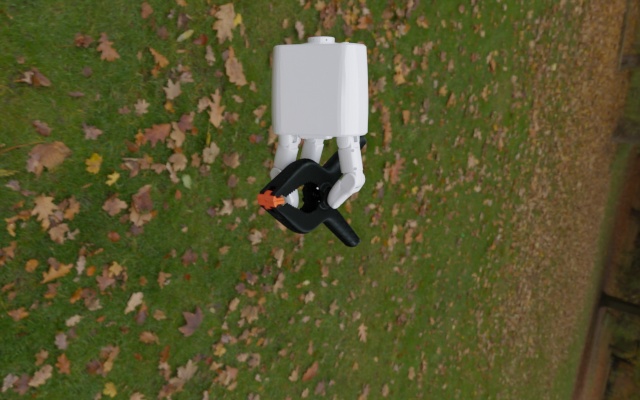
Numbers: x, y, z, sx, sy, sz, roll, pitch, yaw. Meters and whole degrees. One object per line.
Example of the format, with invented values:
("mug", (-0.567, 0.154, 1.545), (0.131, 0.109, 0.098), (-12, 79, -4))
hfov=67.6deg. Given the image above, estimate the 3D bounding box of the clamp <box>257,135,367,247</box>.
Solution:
("clamp", (0.000, 0.002, 0.628), (0.036, 0.164, 0.210), (7, 15, 36))
